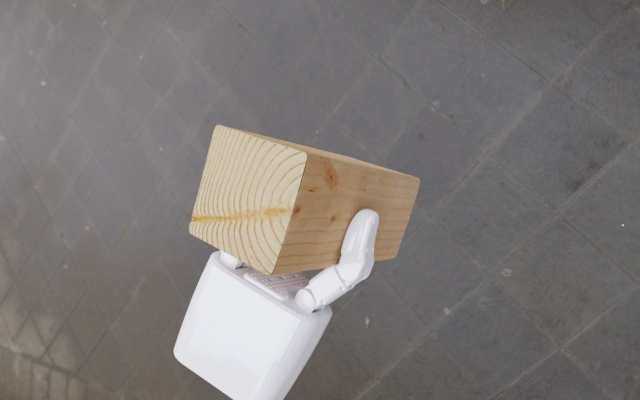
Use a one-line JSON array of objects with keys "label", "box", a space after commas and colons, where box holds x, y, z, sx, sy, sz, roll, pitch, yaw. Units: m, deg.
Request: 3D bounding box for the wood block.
[{"label": "wood block", "box": [0.000, 0.002, 0.427, 0.091, 0.090, 0.206, 22, 9, 31]}]
